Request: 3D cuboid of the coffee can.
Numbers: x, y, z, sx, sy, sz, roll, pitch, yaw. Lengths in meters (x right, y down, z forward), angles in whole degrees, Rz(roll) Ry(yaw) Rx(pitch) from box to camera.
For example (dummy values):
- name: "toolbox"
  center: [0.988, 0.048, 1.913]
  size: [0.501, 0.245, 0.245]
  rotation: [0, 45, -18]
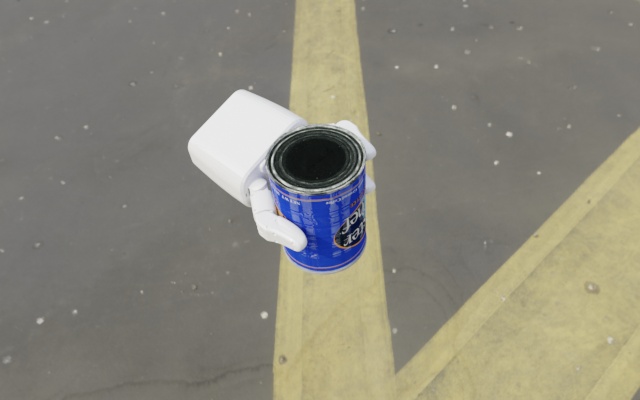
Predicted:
- name: "coffee can"
  center: [0.000, 0.002, 0.530]
  size: [0.103, 0.102, 0.140]
  rotation: [0, -41, 5]
